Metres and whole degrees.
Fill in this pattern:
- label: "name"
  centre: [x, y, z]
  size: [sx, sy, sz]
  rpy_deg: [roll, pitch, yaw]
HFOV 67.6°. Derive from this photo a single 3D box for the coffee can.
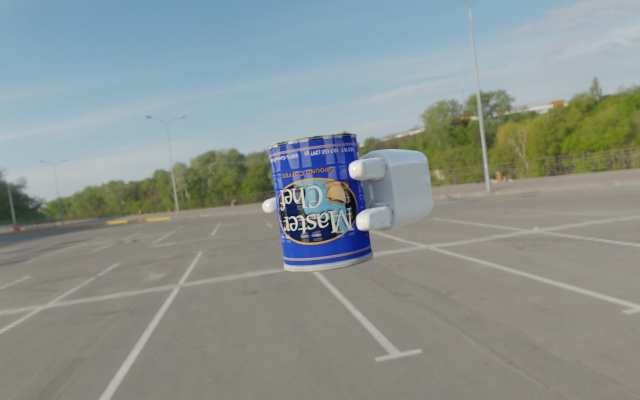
- label: "coffee can"
  centre: [0.000, 0.002, 0.544]
  size: [0.103, 0.140, 0.103]
  rpy_deg: [-8, 2, 0]
